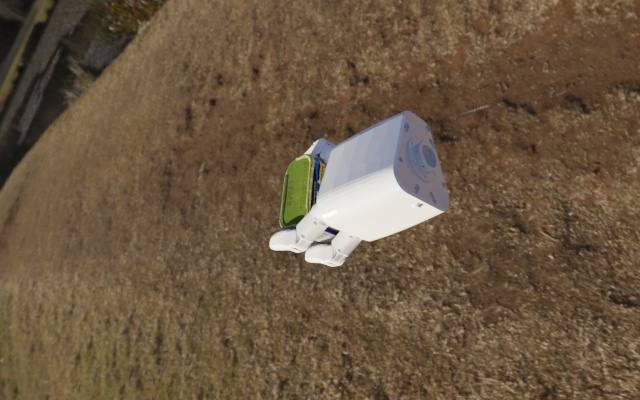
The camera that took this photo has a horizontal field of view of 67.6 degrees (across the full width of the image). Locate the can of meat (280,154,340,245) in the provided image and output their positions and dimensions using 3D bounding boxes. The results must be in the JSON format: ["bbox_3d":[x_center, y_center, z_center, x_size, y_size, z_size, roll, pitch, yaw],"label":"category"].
[{"bbox_3d":[0.000,0.002,0.598,0.084,0.102,0.057,24,-31,-37],"label":"can of meat"}]
